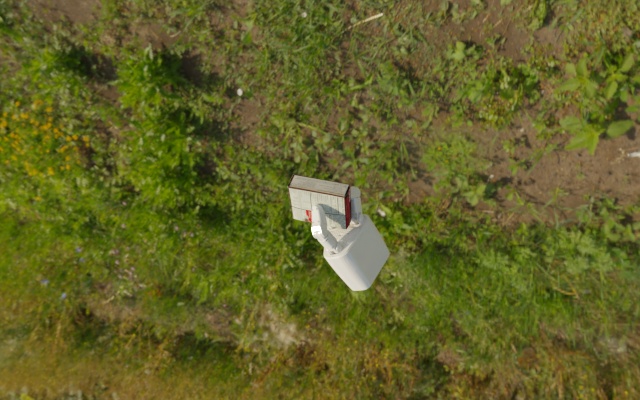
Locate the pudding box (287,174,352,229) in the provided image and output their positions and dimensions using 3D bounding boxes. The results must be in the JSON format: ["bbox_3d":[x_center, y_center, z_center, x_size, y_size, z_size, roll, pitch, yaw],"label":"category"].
[{"bbox_3d":[0.000,0.003,0.882,0.113,0.090,0.039,10,47,14],"label":"pudding box"}]
